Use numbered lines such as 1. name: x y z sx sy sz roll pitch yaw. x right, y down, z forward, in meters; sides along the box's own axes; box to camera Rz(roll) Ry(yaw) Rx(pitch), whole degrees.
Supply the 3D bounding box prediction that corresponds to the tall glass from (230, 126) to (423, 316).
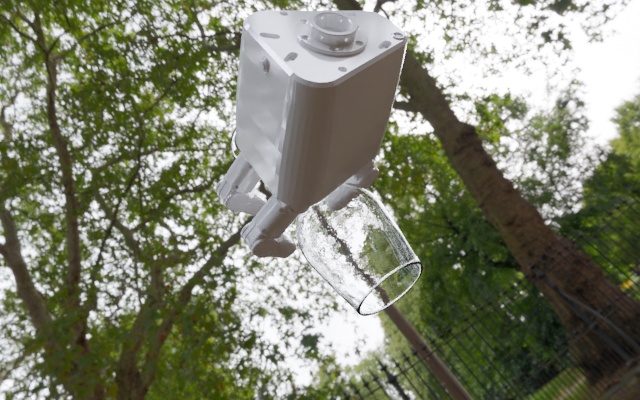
1. tall glass: 0.000 0.001 0.412 0.079 0.079 0.201 0 42 -47
